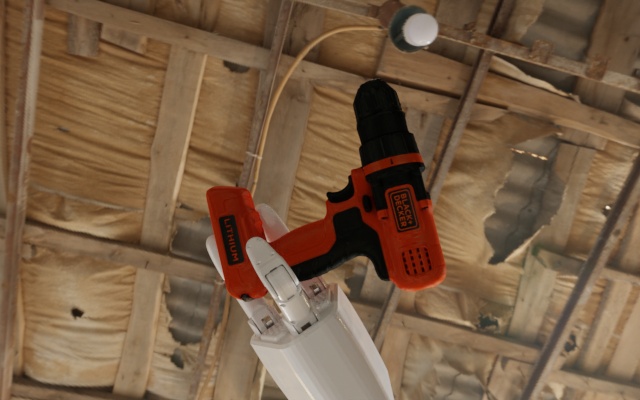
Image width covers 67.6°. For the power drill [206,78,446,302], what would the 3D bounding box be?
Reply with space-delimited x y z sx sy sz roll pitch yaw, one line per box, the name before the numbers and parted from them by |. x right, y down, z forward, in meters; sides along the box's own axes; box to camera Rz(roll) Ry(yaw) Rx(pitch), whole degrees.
power drill | 0.000 0.002 0.416 0.187 0.184 0.057 -15 -9 9
